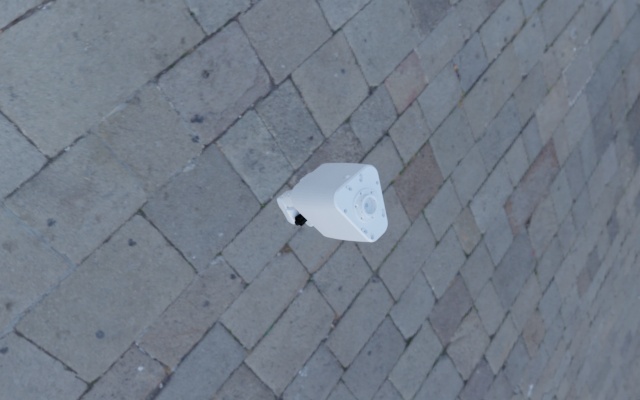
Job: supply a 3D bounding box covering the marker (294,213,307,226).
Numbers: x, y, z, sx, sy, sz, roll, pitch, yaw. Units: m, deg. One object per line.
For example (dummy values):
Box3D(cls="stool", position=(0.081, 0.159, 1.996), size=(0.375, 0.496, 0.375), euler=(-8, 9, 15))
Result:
Box3D(cls="marker", position=(0.000, 0.003, 0.811), size=(0.121, 0.020, 0.020), euler=(-41, 22, -28))
